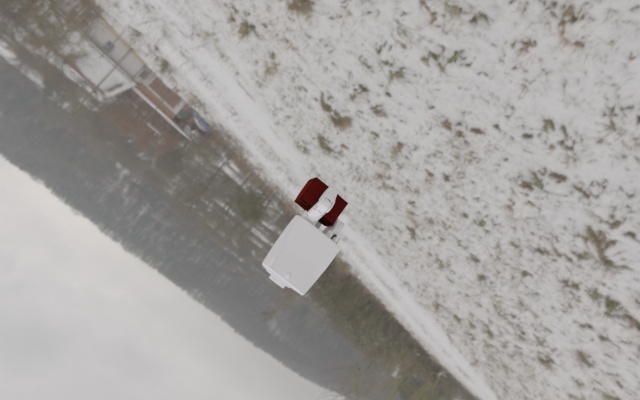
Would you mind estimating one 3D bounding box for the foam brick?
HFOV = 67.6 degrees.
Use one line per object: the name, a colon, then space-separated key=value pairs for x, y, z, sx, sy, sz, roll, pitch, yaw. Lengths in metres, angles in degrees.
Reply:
foam brick: x=0.000 y=0.003 z=0.862 sx=0.078 sy=0.051 sz=0.053 roll=39 pitch=-13 yaw=-9
